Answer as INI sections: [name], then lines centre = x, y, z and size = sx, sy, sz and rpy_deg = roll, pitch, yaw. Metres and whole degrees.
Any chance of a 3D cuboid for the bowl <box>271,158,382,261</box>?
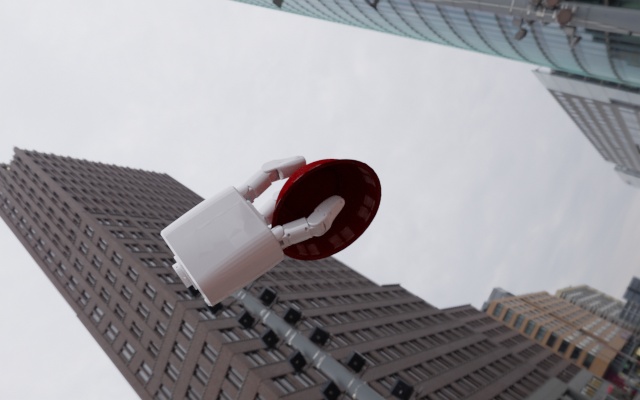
[bowl]
centre = 0.001, 0.001, 0.640
size = 0.162, 0.162, 0.055
rpy_deg = 0, 34, -32
